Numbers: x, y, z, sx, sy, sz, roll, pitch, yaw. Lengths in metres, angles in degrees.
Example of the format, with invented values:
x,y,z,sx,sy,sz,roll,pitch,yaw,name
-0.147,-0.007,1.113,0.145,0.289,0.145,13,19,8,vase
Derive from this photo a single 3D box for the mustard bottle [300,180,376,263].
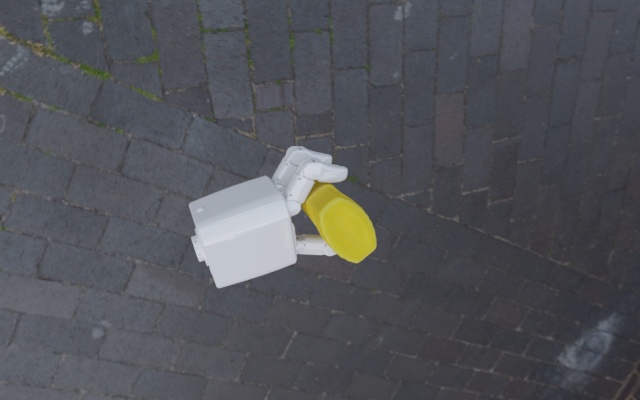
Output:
x,y,z,sx,sy,sz,roll,pitch,yaw,name
0.000,0.002,0.629,0.058,0.096,0.191,-40,31,-2,mustard bottle
